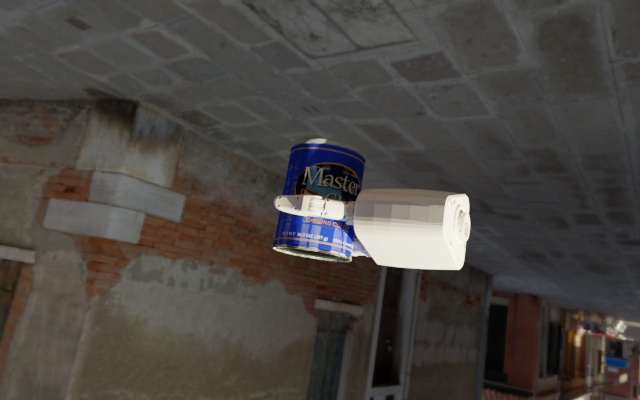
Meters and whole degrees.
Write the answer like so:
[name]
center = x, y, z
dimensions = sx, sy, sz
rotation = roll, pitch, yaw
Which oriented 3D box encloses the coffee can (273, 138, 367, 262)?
[coffee can]
center = 0.000, 0.002, 0.624
dimensions = 0.103, 0.140, 0.103
rotation = 9, -12, 2
